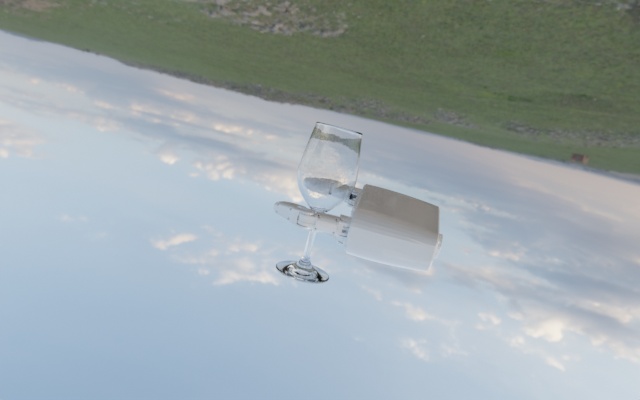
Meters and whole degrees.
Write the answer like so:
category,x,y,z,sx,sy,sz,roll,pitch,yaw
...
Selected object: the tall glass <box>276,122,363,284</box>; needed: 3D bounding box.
category,x,y,z,sx,sy,sz,roll,pitch,yaw
tall glass,0.000,0.003,0.627,0.079,0.201,0.079,14,10,-3
